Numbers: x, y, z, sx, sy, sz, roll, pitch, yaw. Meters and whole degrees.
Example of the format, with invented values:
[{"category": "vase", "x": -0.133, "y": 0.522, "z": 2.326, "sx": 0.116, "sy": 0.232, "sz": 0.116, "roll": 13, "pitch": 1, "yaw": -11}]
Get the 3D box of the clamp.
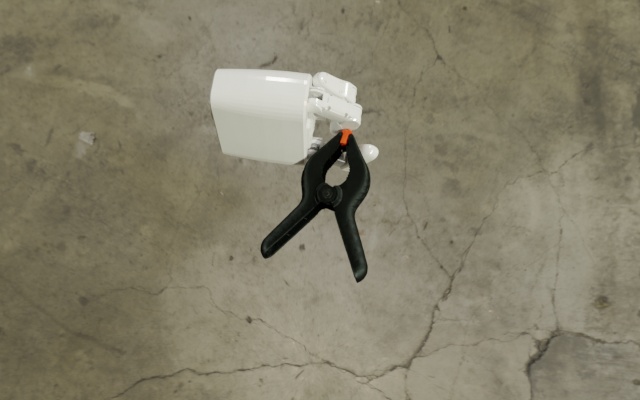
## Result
[{"category": "clamp", "x": 0.000, "y": 0.001, "z": 0.537, "sx": 0.120, "sy": 0.171, "sz": 0.039, "roll": 6, "pitch": -19, "yaw": 6}]
